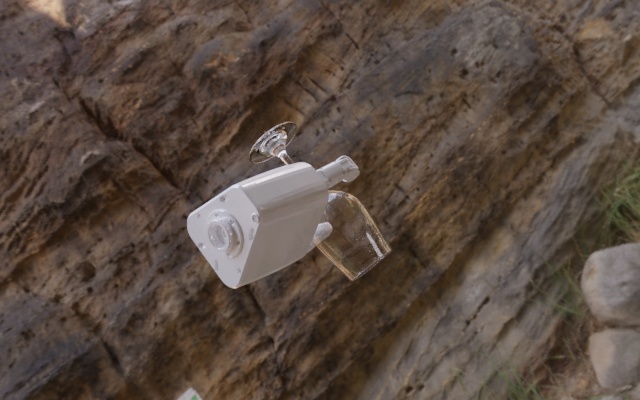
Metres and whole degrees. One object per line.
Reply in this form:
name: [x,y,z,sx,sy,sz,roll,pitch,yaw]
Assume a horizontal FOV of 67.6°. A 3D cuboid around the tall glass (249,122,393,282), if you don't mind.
tall glass: [0.000,0.001,0.582,0.079,0.201,0.079,-37,-13,-10]
